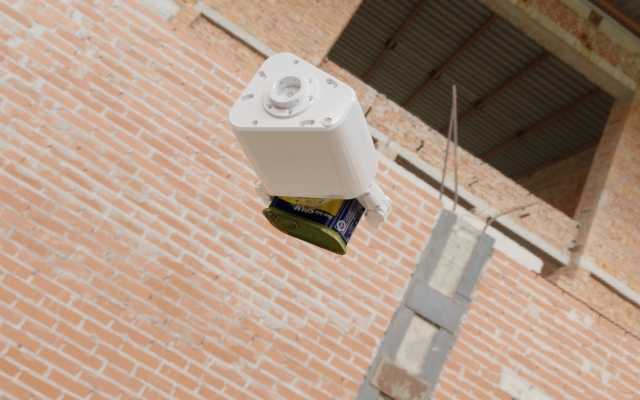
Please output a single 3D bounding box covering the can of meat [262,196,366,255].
[{"bbox_3d":[0.000,0.002,0.535,0.102,0.084,0.057,18,-23,29],"label":"can of meat"}]
